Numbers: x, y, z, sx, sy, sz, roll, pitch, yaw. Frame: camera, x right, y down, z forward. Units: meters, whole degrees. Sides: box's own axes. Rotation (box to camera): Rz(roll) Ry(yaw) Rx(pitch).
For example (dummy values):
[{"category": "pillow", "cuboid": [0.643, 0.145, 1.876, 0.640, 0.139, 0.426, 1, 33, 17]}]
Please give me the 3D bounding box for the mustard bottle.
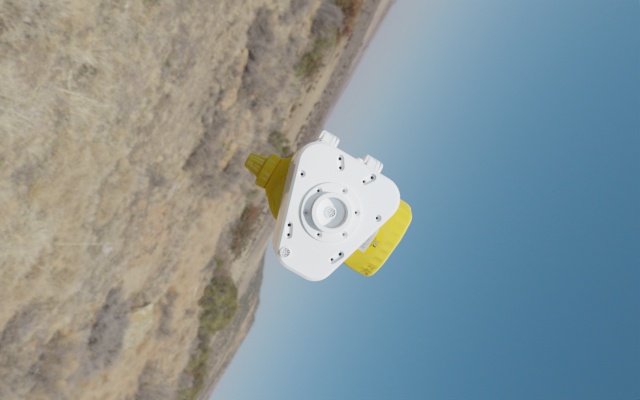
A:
[{"category": "mustard bottle", "cuboid": [0.000, 0.002, 0.546, 0.191, 0.096, 0.058, 30, 22, -4]}]
